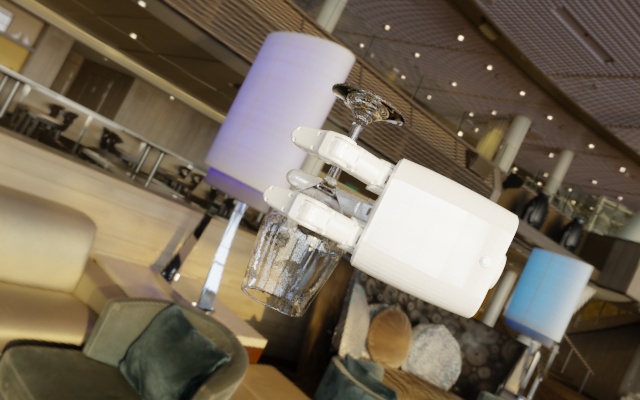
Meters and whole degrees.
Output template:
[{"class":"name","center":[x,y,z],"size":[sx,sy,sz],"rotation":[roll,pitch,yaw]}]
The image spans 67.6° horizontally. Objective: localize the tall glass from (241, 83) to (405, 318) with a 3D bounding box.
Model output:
[{"class":"tall glass","center":[0.000,0.001,0.432],"size":[0.079,0.201,0.079],"rotation":[27,-3,1]}]
